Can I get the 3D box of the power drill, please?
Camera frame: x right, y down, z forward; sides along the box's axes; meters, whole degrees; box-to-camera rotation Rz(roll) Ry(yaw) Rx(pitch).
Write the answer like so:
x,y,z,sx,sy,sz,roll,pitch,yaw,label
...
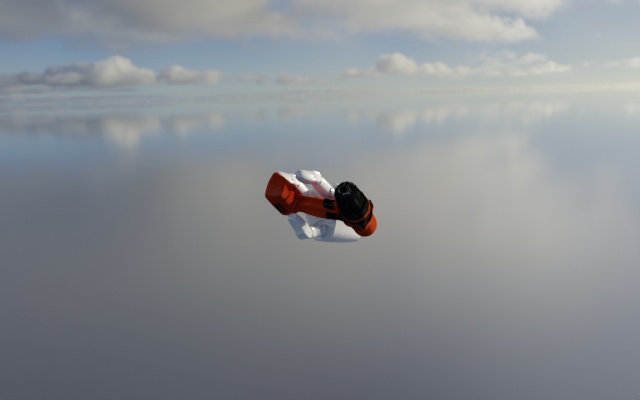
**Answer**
x,y,z,sx,sy,sz,roll,pitch,yaw,label
0.000,0.003,0.840,0.187,0.057,0.184,15,-18,23,power drill
